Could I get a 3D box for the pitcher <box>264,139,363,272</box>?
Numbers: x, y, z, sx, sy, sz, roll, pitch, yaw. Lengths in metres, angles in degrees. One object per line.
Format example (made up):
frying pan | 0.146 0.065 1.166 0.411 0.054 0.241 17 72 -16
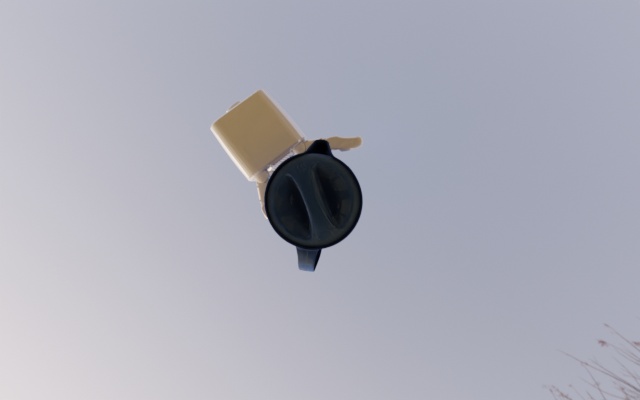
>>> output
pitcher | 0.000 0.002 0.752 0.149 0.145 0.243 -39 -1 8
